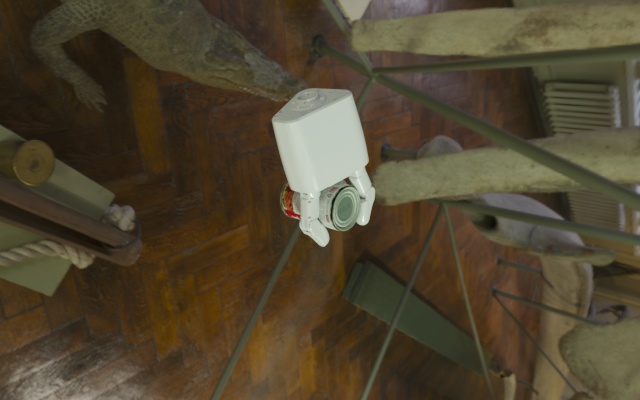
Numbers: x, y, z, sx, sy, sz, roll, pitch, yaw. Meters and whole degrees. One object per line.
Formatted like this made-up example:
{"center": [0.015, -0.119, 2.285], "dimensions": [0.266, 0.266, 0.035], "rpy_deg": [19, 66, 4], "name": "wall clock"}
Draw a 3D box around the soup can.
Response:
{"center": [0.000, 0.003, 0.706], "dimensions": [0.102, 0.068, 0.068], "rpy_deg": [14, 9, 40], "name": "soup can"}
